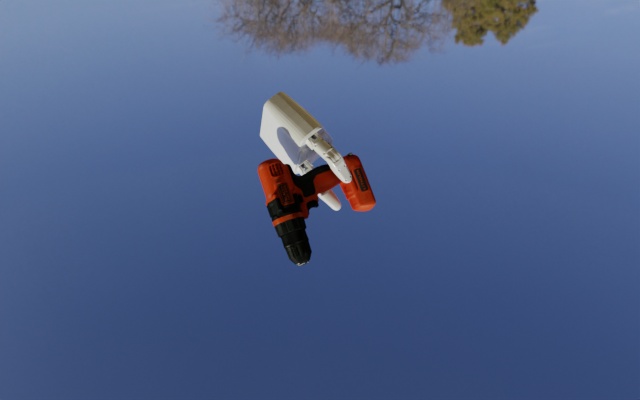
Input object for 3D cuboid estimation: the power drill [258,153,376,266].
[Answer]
[{"bbox_3d":[0.000,0.002,0.820,0.187,0.184,0.057,-15,-8,-29],"label":"power drill"}]
